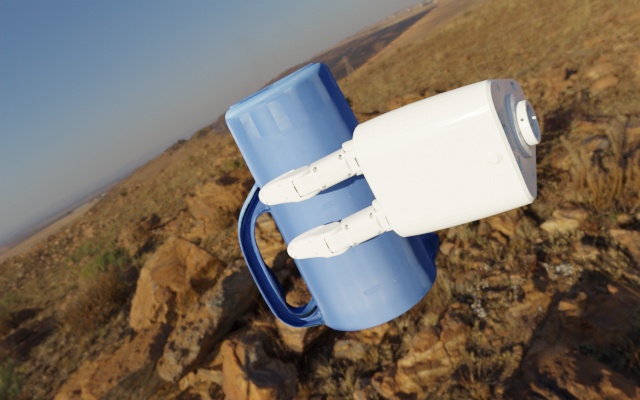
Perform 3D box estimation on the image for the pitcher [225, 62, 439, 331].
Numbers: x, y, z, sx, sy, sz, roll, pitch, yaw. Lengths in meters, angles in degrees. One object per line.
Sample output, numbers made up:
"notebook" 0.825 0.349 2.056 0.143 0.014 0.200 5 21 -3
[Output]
"pitcher" 0.000 0.001 0.472 0.145 0.243 0.149 -16 19 38
